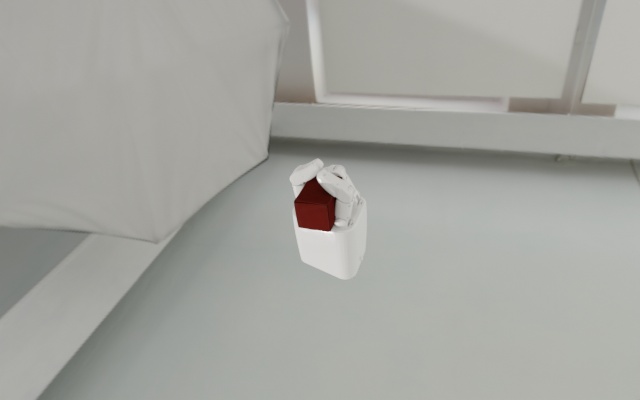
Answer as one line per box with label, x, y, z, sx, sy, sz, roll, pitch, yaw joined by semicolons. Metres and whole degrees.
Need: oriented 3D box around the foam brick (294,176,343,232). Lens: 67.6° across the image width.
foam brick;0.000;0.002;0.714;0.053;0.051;0.078;8;38;18
